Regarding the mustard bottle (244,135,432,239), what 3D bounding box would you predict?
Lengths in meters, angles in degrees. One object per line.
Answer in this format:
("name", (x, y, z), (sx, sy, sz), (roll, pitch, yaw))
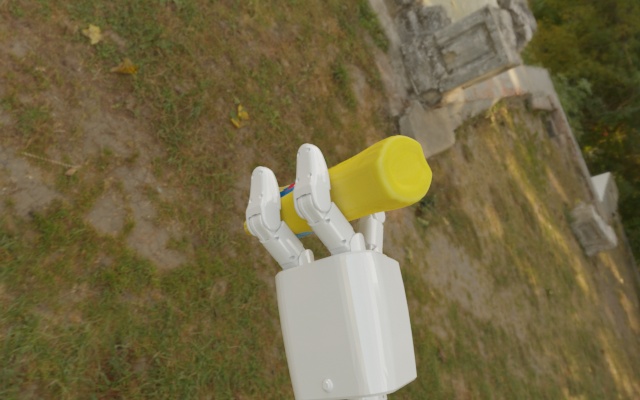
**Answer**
("mustard bottle", (0.000, 0.001, 0.441), (0.192, 0.058, 0.096), (-21, 4, 35))
